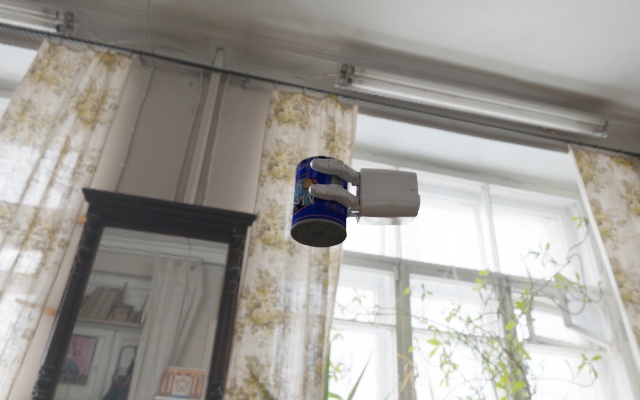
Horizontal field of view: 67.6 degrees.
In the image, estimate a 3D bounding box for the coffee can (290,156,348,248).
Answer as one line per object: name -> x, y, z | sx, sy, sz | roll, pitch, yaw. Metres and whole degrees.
coffee can -> 0.000, 0.003, 0.889 | 0.103, 0.140, 0.103 | 2, -31, 1
